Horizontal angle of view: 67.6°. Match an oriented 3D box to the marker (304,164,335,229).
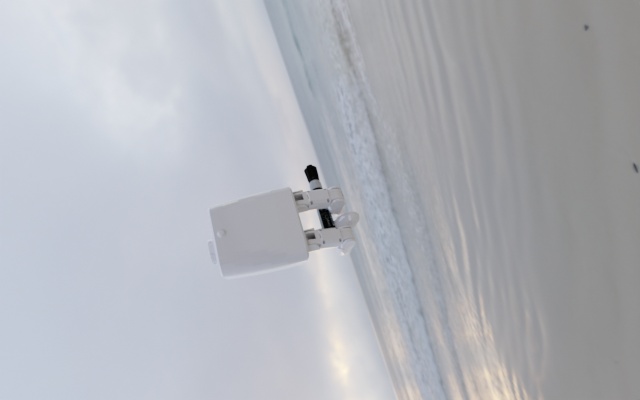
[{"bbox_3d":[0.000,0.002,0.653,0.020,0.121,0.020,-14,-27,-7],"label":"marker"}]
